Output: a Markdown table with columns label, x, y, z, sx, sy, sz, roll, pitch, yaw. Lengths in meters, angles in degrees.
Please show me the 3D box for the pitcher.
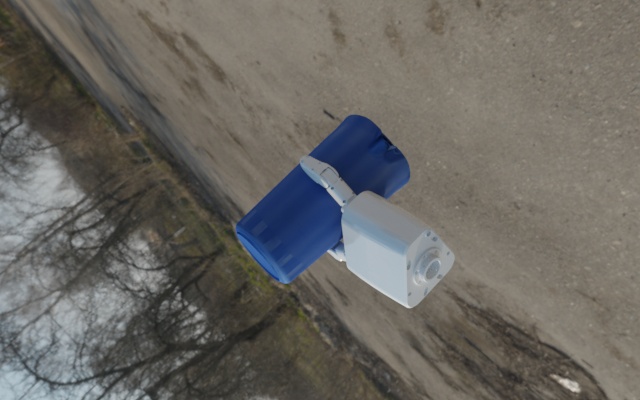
| label | x | y | z | sx | sy | sz | roll | pitch | yaw |
| --- | --- | --- | --- | --- | --- | --- | --- | --- | --- |
| pitcher | 0.000 | 0.002 | 0.689 | 0.243 | 0.149 | 0.145 | -42 | 46 | -17 |
